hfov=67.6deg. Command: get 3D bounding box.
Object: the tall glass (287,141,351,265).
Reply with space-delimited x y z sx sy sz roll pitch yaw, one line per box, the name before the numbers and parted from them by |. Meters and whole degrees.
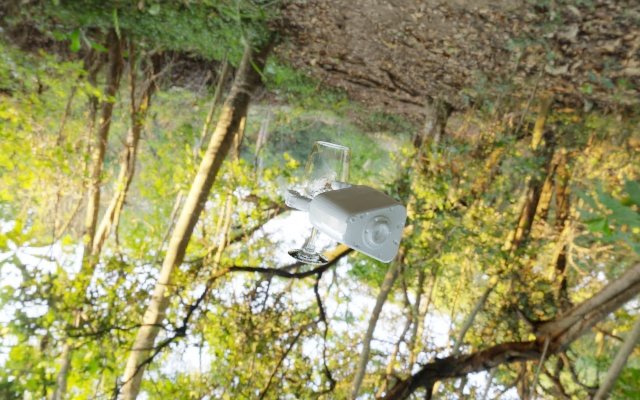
tall glass | 0.000 0.003 0.815 0.079 0.201 0.079 12 10 -2
